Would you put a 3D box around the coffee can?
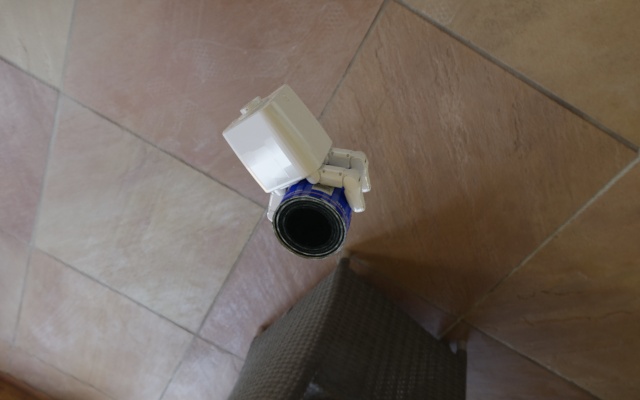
[{"bbox_3d":[0.000,0.002,0.688,0.103,0.103,0.140,0,31,15],"label":"coffee can"}]
